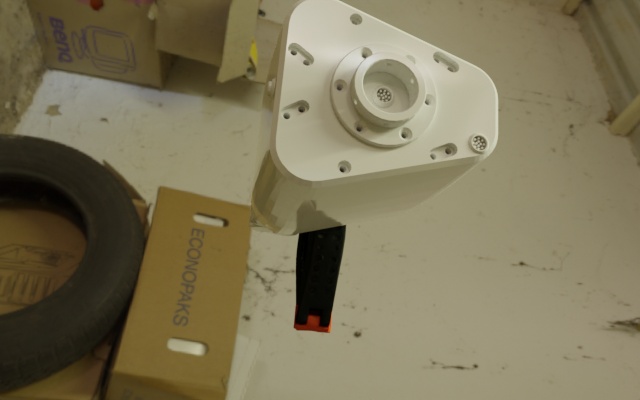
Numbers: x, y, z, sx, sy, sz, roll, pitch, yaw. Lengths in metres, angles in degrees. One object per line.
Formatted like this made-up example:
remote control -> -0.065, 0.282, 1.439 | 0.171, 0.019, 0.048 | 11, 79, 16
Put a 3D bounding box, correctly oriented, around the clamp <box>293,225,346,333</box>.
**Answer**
clamp -> 0.001, 0.002, 0.401 | 0.036, 0.210, 0.164 | 8, -14, -8
